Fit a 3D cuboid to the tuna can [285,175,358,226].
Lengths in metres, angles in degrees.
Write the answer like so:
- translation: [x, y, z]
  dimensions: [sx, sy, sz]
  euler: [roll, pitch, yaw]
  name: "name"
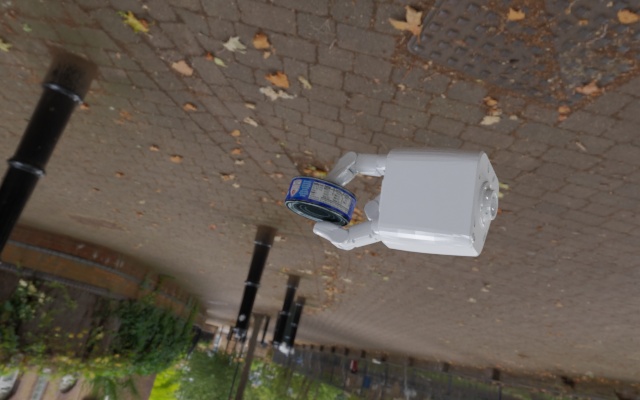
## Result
- translation: [0.000, 0.002, 0.590]
  dimensions: [0.086, 0.033, 0.086]
  euler: [17, -15, 5]
  name: "tuna can"
